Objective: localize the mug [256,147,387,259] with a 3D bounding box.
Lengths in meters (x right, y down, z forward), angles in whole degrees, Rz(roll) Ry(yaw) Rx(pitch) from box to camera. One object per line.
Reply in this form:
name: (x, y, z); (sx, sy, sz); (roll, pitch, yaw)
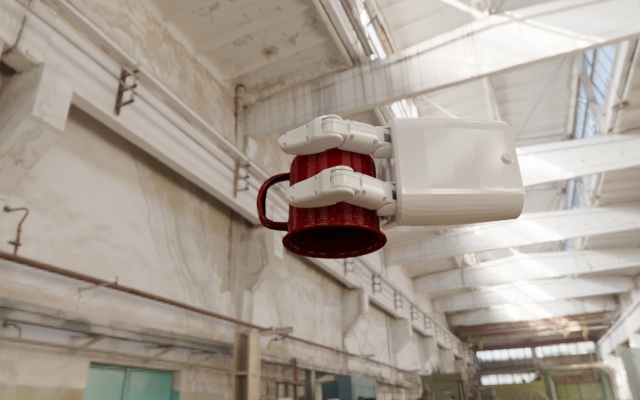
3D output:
mug: (-0.001, 0.001, 0.439); (0.117, 0.081, 0.093); (0, -24, -2)
